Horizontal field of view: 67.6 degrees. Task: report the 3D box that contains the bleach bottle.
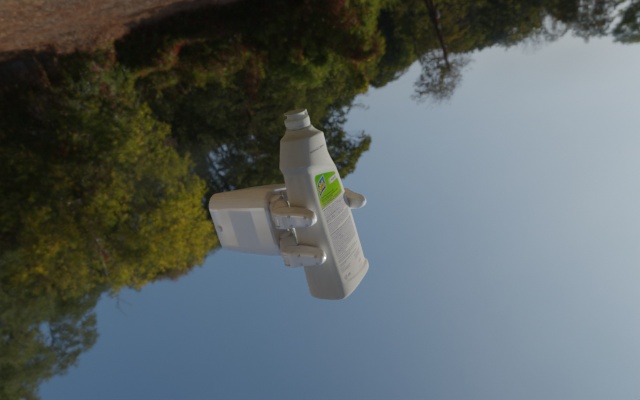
[{"bbox_3d":[0.000,0.002,0.634,0.068,0.251,0.102,-2,24,29],"label":"bleach bottle"}]
